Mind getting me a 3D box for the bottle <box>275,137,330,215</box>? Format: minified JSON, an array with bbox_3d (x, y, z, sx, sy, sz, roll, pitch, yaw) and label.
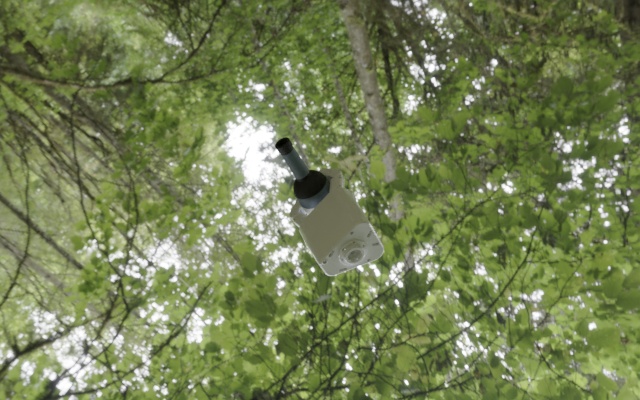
[{"bbox_3d":[0.000,0.003,0.878,0.069,0.069,0.296,0,-42,36],"label":"bottle"}]
